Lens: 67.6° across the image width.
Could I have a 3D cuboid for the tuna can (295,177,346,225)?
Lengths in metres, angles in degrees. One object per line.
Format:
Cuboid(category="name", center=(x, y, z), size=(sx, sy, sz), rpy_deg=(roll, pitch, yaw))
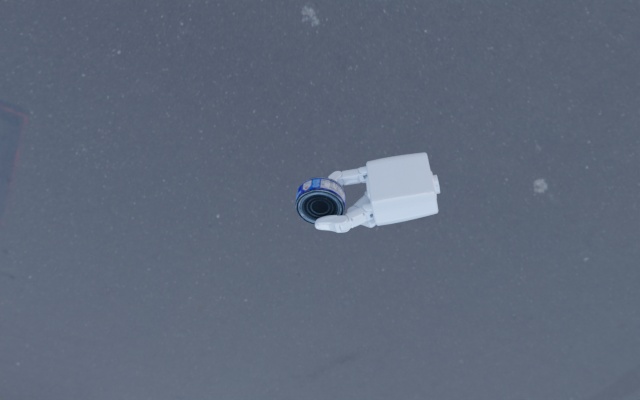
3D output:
Cuboid(category="tuna can", center=(0.000, 0.003, 0.815), size=(0.086, 0.086, 0.033), rpy_deg=(0, 43, 6))
